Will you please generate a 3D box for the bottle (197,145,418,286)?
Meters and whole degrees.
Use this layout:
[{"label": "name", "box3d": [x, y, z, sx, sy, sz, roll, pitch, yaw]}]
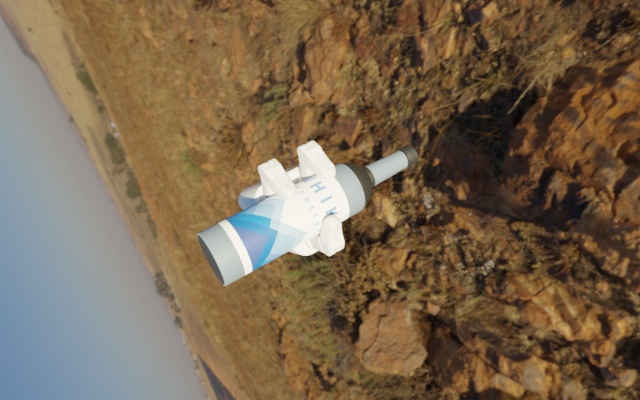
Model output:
[{"label": "bottle", "box3d": [0.000, 0.002, 0.581, 0.295, 0.069, 0.069, -28, 11, -21]}]
